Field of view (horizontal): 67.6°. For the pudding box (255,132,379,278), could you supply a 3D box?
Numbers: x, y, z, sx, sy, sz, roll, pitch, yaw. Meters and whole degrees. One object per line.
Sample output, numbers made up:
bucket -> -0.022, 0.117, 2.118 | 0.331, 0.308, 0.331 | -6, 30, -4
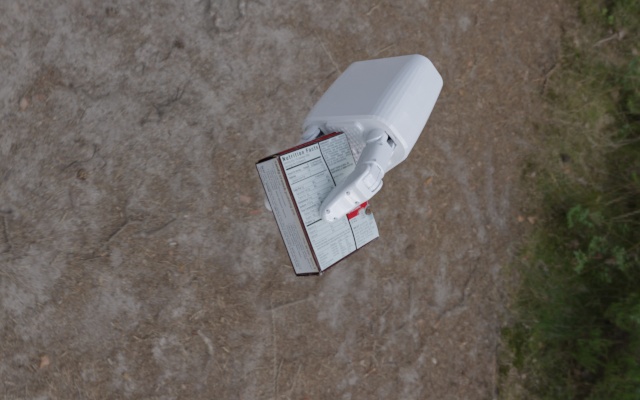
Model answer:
pudding box -> 0.000, 0.001, 0.440 | 0.090, 0.113, 0.039 | -25, 7, -41
